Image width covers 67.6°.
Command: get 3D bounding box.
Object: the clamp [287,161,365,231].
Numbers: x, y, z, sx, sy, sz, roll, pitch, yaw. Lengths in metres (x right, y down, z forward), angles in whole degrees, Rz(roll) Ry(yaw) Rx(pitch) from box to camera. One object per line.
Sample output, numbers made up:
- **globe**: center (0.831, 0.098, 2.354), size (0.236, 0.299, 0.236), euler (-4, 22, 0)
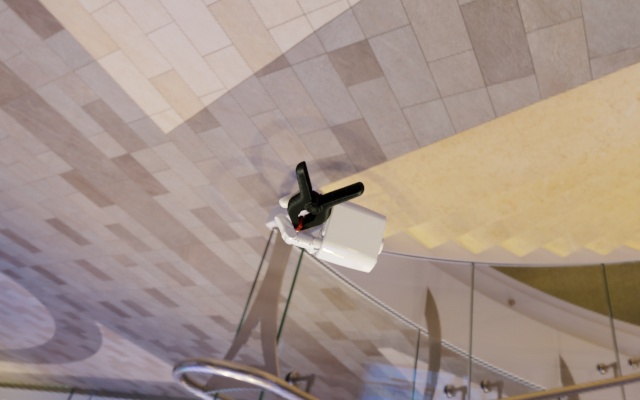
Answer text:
- **clamp**: center (0.000, 0.003, 0.834), size (0.120, 0.039, 0.172), euler (18, -37, -4)
